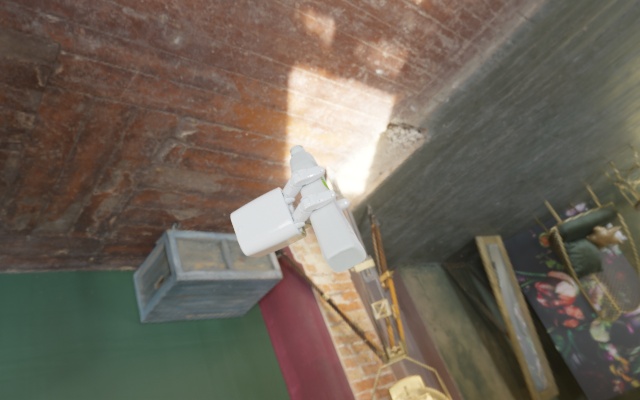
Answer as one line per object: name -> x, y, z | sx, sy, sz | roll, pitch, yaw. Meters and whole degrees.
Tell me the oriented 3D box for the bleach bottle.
bleach bottle -> 0.000, 0.003, 0.889 | 0.068, 0.250, 0.103 | -27, -29, 5
